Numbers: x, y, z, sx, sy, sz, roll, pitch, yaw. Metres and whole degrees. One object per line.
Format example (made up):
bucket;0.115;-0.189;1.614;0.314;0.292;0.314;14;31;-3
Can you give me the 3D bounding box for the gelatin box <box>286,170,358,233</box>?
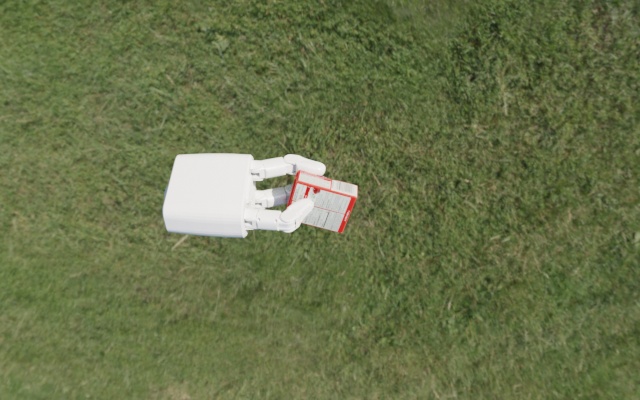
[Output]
gelatin box;0.000;0.003;0.674;0.089;0.073;0.030;15;40;-5
